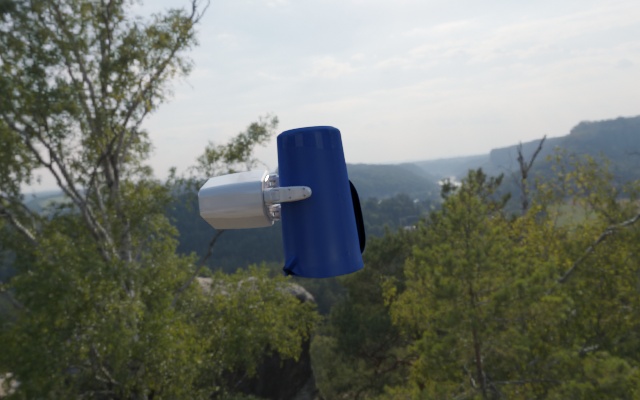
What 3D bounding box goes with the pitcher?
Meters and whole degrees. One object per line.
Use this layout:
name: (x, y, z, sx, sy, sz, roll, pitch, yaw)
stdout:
pitcher: (0.000, 0.003, 0.801, 0.145, 0.243, 0.149, -6, 2, 1)
